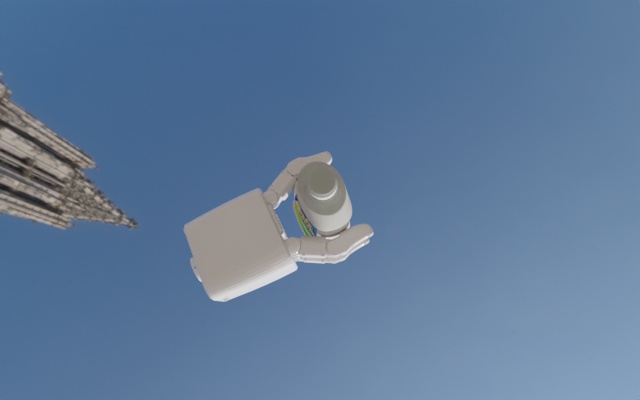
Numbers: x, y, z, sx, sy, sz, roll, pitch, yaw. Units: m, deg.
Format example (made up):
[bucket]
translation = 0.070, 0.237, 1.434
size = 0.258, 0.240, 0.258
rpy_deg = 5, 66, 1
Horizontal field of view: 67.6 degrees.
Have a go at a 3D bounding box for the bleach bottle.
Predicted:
[bleach bottle]
translation = 0.000, 0.002, 0.606
size = 0.068, 0.102, 0.251
rpy_deg = -25, -13, -5
